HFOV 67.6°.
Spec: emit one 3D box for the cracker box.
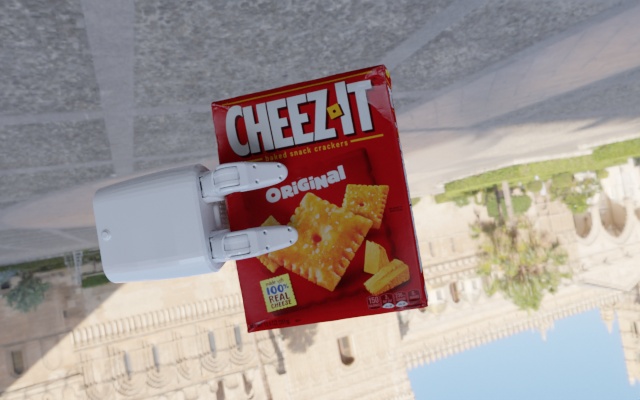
[{"bbox_3d":[0.000,0.002,0.441,0.164,0.213,0.072,-10,-1,11],"label":"cracker box"}]
